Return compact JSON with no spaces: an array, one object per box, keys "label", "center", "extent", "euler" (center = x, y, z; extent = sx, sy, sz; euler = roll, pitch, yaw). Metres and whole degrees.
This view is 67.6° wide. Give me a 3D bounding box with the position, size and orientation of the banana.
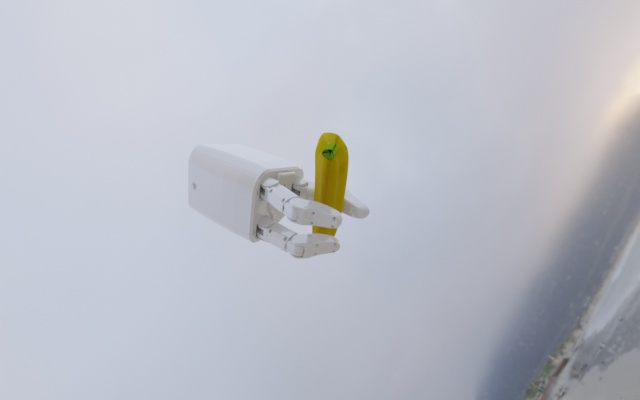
[{"label":"banana","center":[0.007,-0.014,0.553],"extent":[0.037,0.069,0.198],"euler":[18,-35,13]}]
